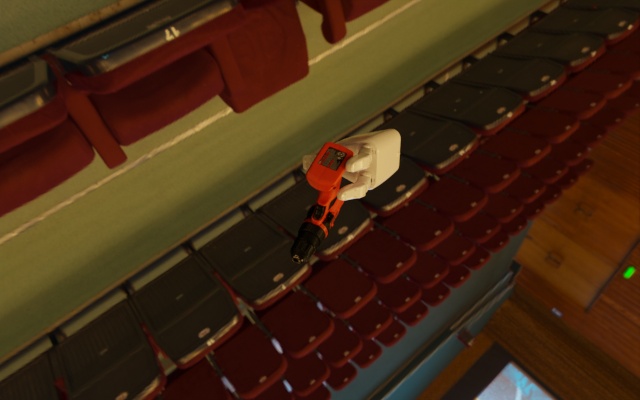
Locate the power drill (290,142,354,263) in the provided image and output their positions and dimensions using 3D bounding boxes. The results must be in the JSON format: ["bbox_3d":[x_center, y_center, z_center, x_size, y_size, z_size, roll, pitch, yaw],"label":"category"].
[{"bbox_3d":[0.000,0.002,0.862,0.057,0.184,0.188,22,-39,9],"label":"power drill"}]
